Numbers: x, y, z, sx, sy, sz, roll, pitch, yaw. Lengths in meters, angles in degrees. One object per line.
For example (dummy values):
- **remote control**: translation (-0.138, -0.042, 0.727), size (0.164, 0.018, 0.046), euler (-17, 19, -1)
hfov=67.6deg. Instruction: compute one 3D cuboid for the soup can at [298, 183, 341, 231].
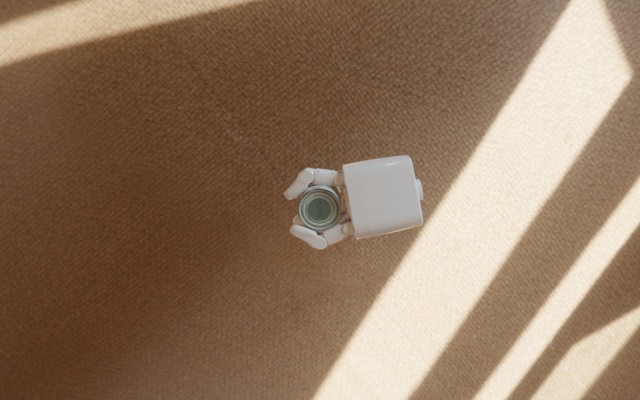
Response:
- **soup can**: translation (0.000, 0.003, 0.766), size (0.068, 0.068, 0.102), euler (0, 15, 2)
